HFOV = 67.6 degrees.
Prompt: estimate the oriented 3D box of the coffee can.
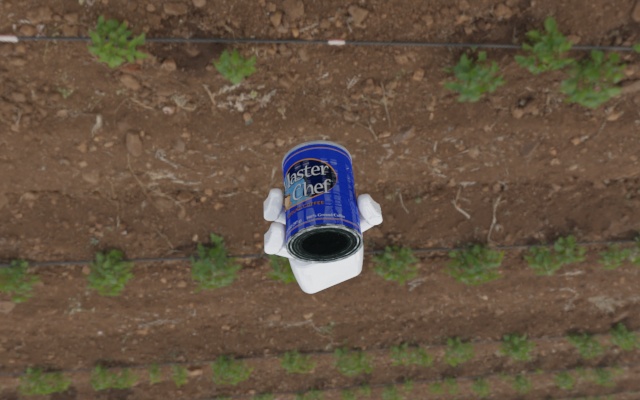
[{"bbox_3d":[0.000,0.002,0.664,0.103,0.140,0.103,-4,-34,-2],"label":"coffee can"}]
